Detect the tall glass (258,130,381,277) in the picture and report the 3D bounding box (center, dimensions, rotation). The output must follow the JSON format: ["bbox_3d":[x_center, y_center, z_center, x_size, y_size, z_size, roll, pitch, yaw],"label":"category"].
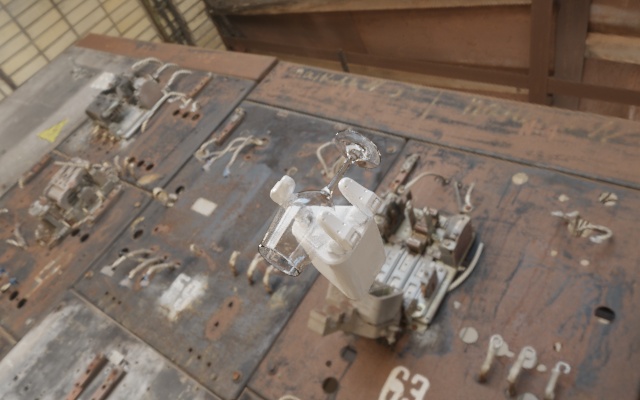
[{"bbox_3d":[0.000,0.001,0.630,0.079,0.201,0.079,28,-26,15],"label":"tall glass"}]
